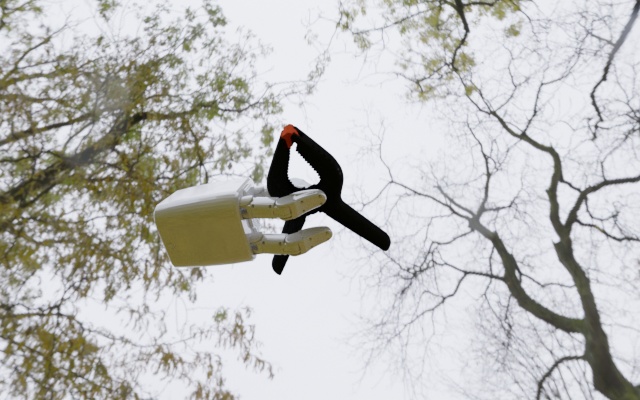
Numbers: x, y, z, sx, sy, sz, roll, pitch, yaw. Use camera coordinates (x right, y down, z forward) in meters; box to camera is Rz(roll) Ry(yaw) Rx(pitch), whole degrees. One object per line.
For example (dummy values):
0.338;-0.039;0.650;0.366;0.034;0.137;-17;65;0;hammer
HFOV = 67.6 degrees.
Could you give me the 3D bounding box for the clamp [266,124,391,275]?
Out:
0.000;0.001;0.601;0.164;0.210;0.036;-9;32;3;clamp
